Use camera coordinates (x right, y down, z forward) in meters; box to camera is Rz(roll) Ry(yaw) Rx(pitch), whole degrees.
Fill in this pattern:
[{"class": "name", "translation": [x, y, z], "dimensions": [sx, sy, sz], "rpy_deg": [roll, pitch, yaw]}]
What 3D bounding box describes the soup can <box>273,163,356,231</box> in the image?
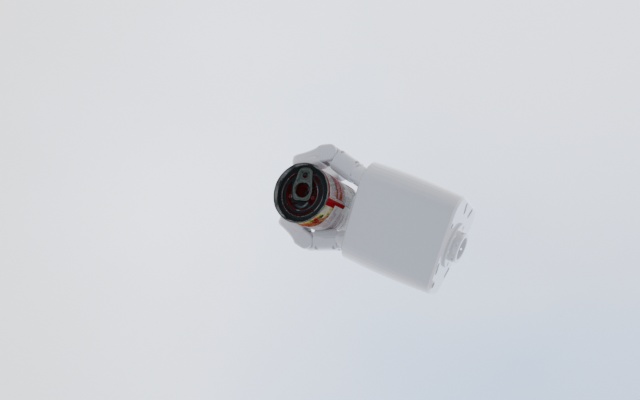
[{"class": "soup can", "translation": [0.000, 0.002, 0.561], "dimensions": [0.068, 0.068, 0.102], "rpy_deg": [0, -12, 27]}]
